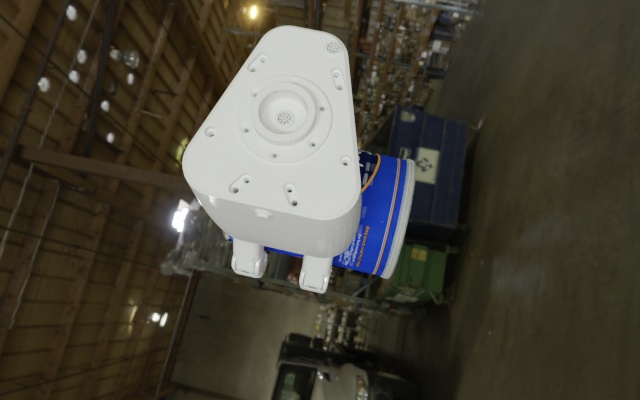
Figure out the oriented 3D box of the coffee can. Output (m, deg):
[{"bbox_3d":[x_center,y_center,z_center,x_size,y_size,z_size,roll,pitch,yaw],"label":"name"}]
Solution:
[{"bbox_3d":[0.000,0.001,0.409,0.140,0.103,0.103,12,1,4],"label":"coffee can"}]
